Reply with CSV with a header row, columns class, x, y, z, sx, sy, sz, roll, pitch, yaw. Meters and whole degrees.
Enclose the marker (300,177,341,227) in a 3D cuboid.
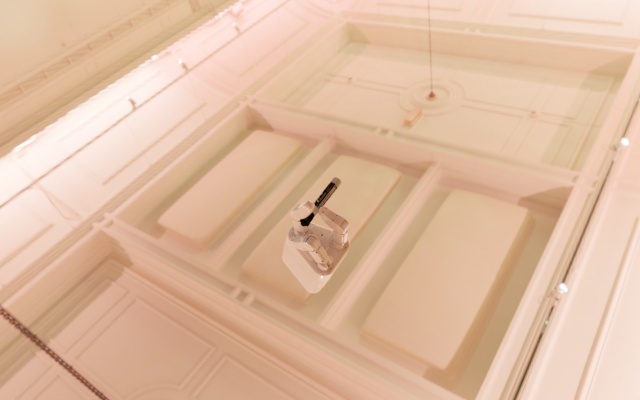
class,x,y,z,sx,sy,sz,roll,pitch,yaw
marker,0.000,0.003,0.863,0.020,0.020,0.121,0,42,44
